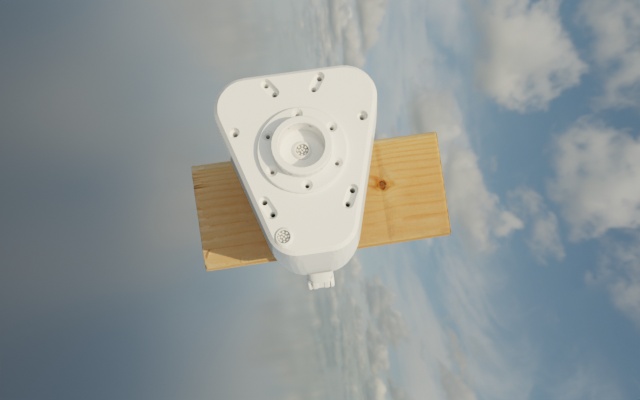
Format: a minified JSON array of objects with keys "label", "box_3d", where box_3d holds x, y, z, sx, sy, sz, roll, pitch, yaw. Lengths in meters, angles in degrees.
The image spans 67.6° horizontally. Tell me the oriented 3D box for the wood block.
[{"label":"wood block","box_3d":[0.000,0.002,0.437,0.206,0.091,0.090,-8,-1,-1]}]
